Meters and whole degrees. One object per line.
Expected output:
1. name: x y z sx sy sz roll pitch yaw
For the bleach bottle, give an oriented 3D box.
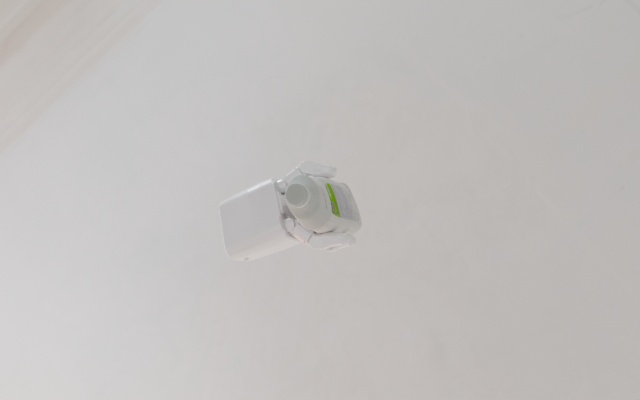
1. bleach bottle: 0.000 0.003 0.740 0.068 0.102 0.251 -25 -15 12
